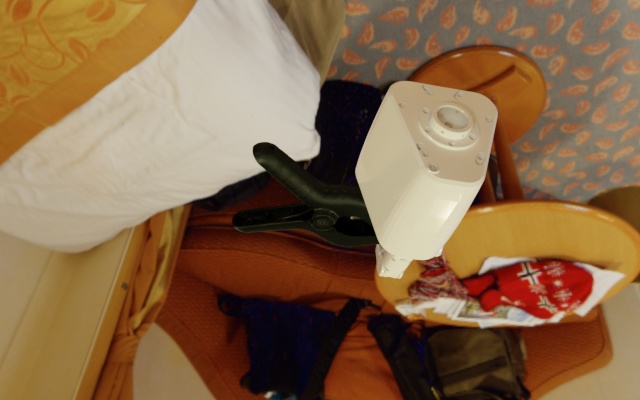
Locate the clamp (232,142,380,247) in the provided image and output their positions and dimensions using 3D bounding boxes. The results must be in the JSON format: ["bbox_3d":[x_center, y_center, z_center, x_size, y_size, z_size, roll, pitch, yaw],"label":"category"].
[{"bbox_3d":[0.000,0.002,0.465,0.171,0.039,0.120,8,-36,-5],"label":"clamp"}]
